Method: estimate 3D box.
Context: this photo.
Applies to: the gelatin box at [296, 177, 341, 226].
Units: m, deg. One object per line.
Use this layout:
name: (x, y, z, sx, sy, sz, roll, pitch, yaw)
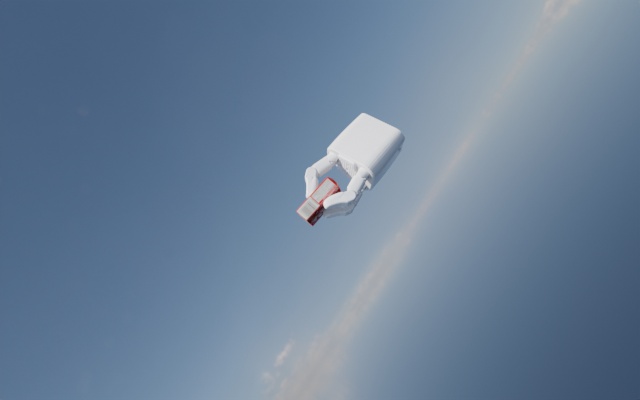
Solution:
gelatin box: (0.000, 0.003, 0.892, 0.030, 0.089, 0.073, 42, -3, 13)
